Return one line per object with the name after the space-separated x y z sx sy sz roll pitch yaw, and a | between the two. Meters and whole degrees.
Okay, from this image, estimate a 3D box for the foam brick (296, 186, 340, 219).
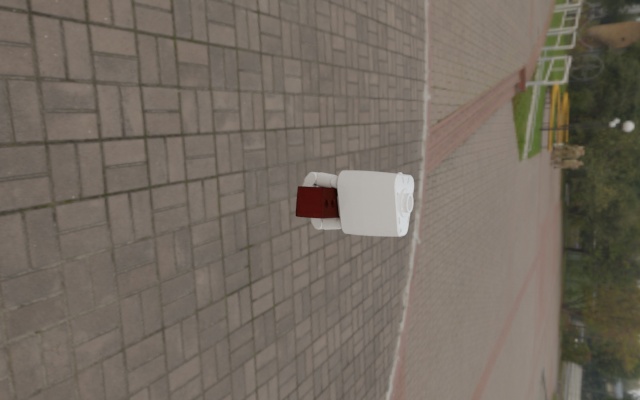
0.000 0.003 0.819 0.051 0.053 0.078 4 3 30 | foam brick
